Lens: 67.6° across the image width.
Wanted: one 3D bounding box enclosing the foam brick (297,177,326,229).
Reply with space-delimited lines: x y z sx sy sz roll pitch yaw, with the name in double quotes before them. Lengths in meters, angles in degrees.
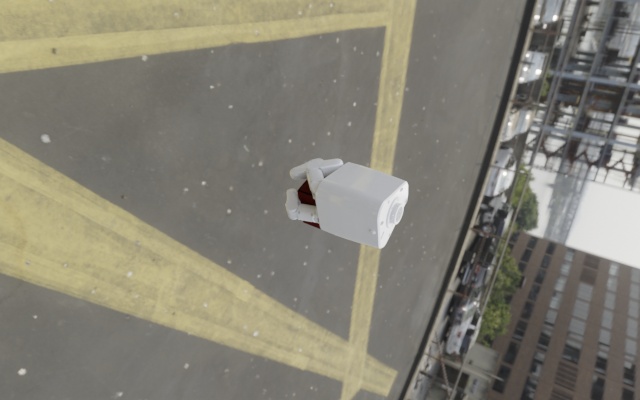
"foam brick" 0.000 0.003 0.800 0.051 0.078 0.053 19 50 26
